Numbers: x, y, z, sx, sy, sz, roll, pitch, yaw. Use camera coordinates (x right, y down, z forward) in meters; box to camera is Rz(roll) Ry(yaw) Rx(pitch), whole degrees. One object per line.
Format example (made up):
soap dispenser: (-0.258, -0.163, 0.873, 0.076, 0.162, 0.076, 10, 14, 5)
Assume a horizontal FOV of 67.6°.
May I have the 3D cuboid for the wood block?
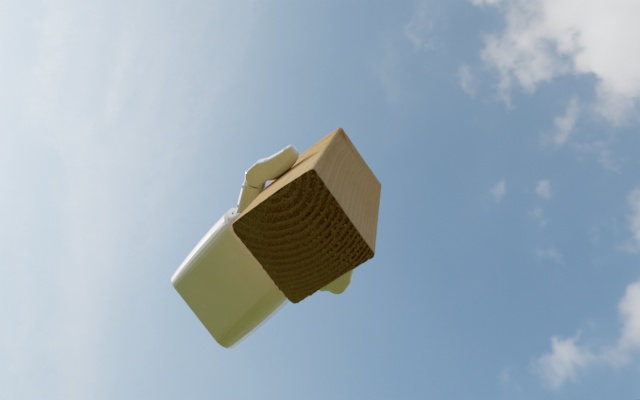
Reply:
wood block: (0.000, 0.002, 0.486, 0.090, 0.091, 0.206, -34, 10, 17)
